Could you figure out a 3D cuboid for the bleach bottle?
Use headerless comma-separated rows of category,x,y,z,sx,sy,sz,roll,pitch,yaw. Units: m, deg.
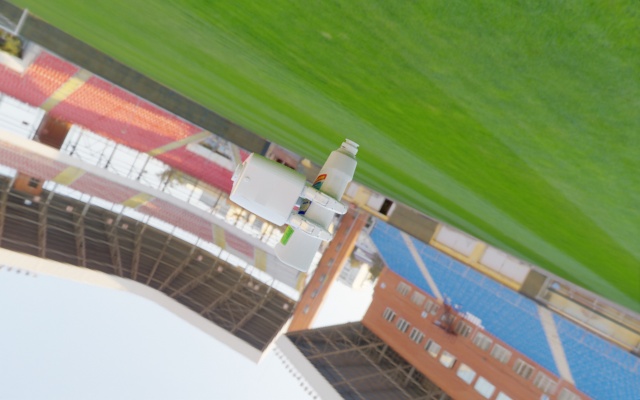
bleach bottle,0.000,0.003,0.892,0.068,0.251,0.102,27,2,-14
